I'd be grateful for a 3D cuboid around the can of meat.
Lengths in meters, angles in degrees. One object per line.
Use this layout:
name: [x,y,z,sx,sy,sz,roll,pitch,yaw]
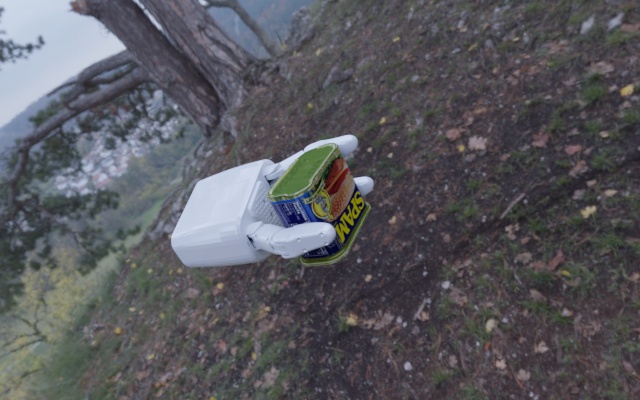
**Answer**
can of meat: [0.000,0.001,0.488,0.057,0.084,0.102,-10,30,34]
